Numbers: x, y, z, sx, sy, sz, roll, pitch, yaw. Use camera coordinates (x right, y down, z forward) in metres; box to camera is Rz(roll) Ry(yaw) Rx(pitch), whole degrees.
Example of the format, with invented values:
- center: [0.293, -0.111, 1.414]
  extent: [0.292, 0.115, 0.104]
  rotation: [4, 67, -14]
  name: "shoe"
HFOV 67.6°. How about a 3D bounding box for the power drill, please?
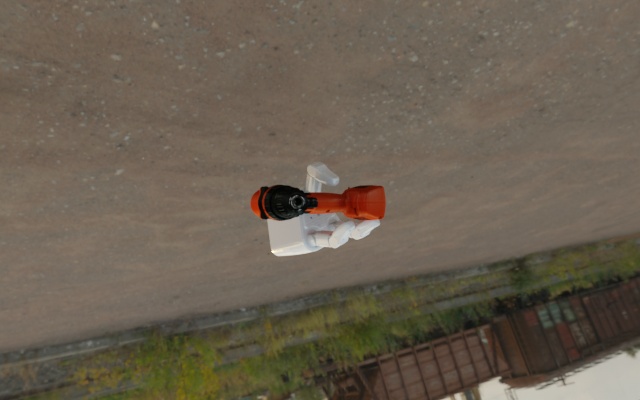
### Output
- center: [0.000, 0.002, 0.722]
  extent: [0.187, 0.057, 0.184]
  rotation: [1, 0, -22]
  name: "power drill"
